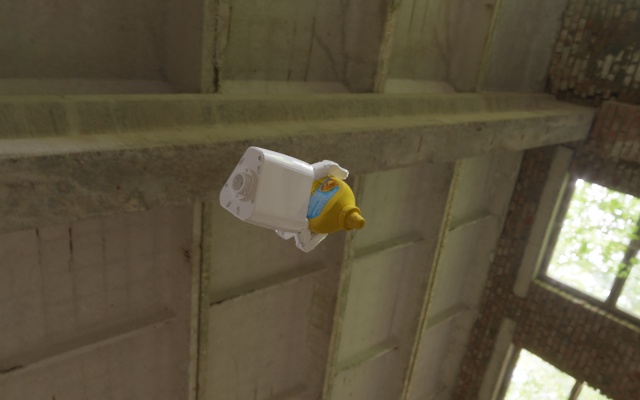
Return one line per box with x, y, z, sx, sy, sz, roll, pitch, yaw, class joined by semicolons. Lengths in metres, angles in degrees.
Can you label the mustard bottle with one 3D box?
0.000;0.003;0.798;0.191;0.096;0.058;28;-16;42;mustard bottle
